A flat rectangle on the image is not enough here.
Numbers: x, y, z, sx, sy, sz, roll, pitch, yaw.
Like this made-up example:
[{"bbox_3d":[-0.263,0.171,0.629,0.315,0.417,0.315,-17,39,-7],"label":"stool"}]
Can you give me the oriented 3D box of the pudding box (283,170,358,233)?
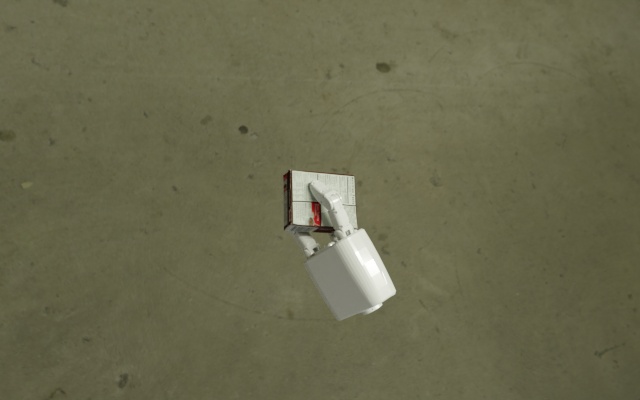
[{"bbox_3d":[0.000,0.002,0.739,0.113,0.090,0.039,5,-17,-23],"label":"pudding box"}]
